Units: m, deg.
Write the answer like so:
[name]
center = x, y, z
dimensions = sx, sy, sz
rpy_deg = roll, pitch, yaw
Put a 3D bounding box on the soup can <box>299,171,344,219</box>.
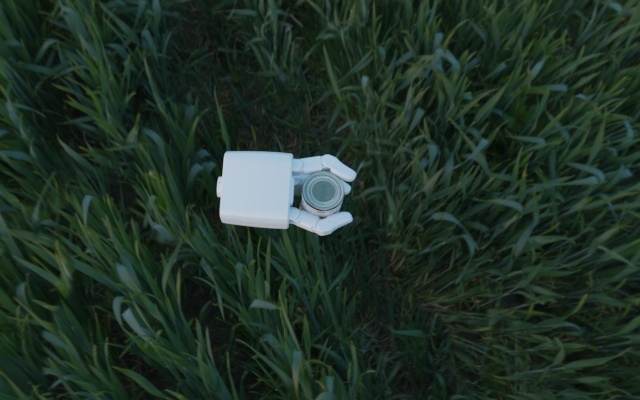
[soup can]
center = 0.001, 0.003, 0.776
dimensions = 0.068, 0.068, 0.102
rpy_deg = 0, -21, -5
